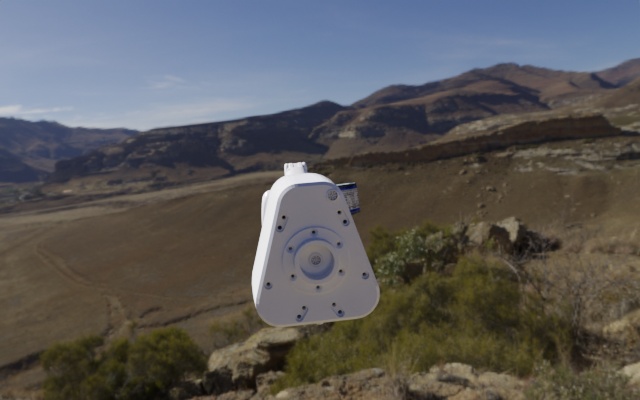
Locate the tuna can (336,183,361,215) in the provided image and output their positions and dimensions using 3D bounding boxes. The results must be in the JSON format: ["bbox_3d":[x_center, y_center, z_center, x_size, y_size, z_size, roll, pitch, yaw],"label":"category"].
[{"bbox_3d":[0.000,0.001,0.529,0.086,0.034,0.086,-8,3,0],"label":"tuna can"}]
